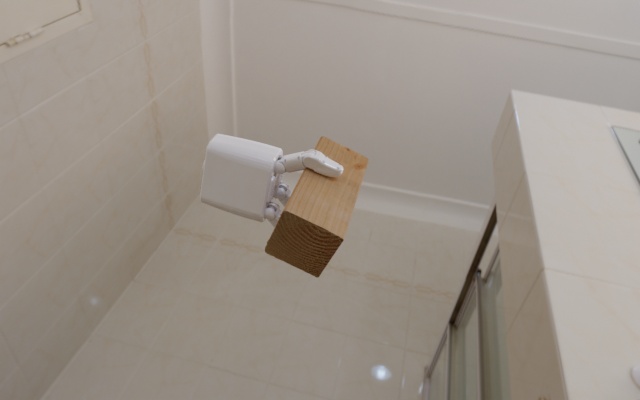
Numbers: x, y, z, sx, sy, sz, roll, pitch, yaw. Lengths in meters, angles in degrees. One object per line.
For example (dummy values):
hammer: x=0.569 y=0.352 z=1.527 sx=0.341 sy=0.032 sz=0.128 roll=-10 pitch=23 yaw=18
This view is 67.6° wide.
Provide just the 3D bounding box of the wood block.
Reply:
wood block: x=0.000 y=0.002 z=0.726 sx=0.090 sy=0.091 sz=0.206 roll=26 pitch=39 yaw=-3
